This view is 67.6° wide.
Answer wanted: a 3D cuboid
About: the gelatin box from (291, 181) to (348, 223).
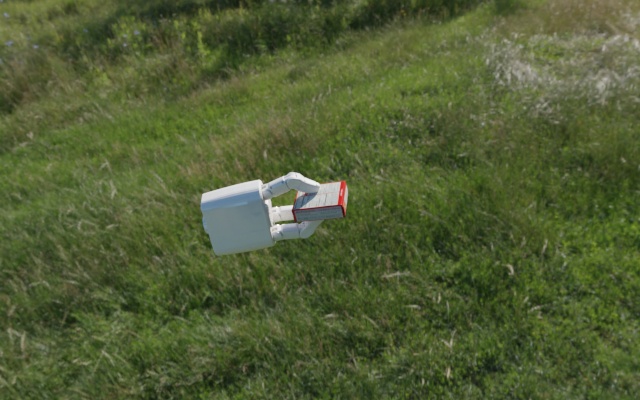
[{"bbox_3d":[0.000,0.002,0.820,0.089,0.030,0.073,-7,33,13],"label":"gelatin box"}]
